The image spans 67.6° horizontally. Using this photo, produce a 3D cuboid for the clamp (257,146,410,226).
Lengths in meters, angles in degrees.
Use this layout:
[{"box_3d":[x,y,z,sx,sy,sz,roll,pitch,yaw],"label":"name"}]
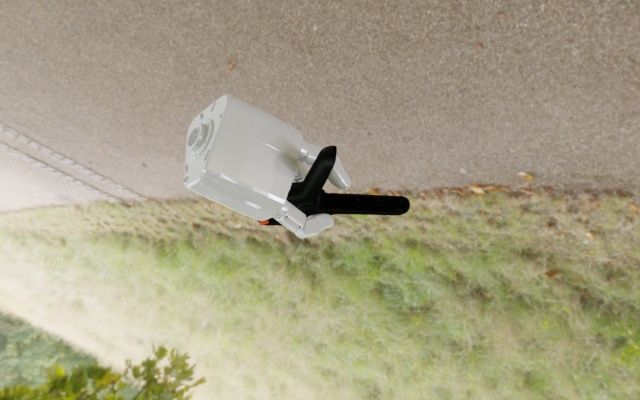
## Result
[{"box_3d":[-0.001,0.003,0.630,0.164,0.036,0.210,27,-33,-35],"label":"clamp"}]
